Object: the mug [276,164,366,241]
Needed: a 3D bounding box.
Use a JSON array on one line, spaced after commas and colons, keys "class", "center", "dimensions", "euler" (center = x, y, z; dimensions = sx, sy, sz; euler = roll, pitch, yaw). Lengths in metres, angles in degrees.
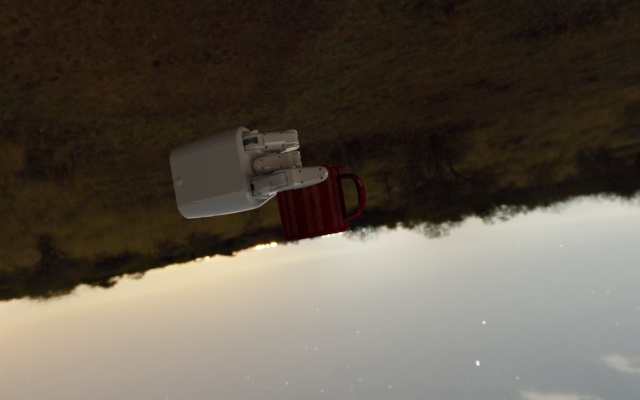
[{"class": "mug", "center": [0.001, 0.002, 0.584], "dimensions": [0.117, 0.081, 0.093], "euler": [-10, -3, 22]}]
